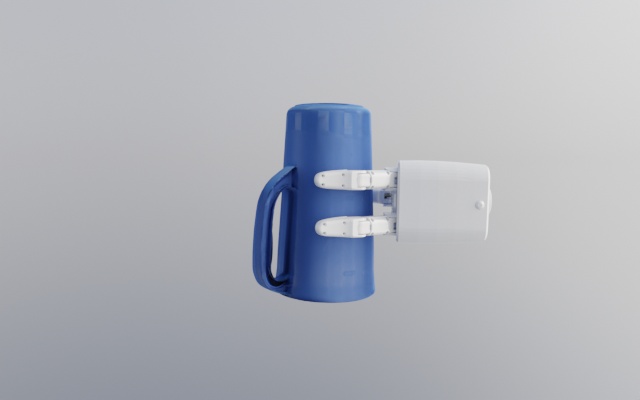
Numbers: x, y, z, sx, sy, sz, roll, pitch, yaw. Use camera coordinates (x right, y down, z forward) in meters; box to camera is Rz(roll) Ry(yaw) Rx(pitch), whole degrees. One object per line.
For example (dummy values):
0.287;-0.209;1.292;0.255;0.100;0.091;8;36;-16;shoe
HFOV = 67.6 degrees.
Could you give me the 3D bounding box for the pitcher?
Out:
0.000;0.002;0.610;0.145;0.243;0.149;2;5;7;pitcher
